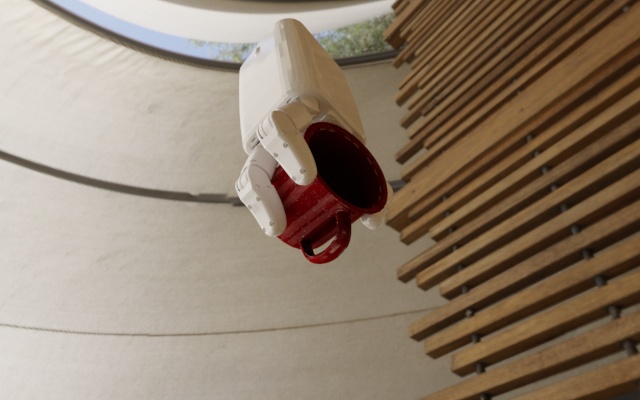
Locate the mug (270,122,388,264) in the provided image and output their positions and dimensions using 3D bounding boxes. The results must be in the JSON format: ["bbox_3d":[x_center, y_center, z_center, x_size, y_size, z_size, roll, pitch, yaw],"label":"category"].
[{"bbox_3d":[0.000,0.003,0.416,0.093,0.117,0.081,19,-44,-35],"label":"mug"}]
